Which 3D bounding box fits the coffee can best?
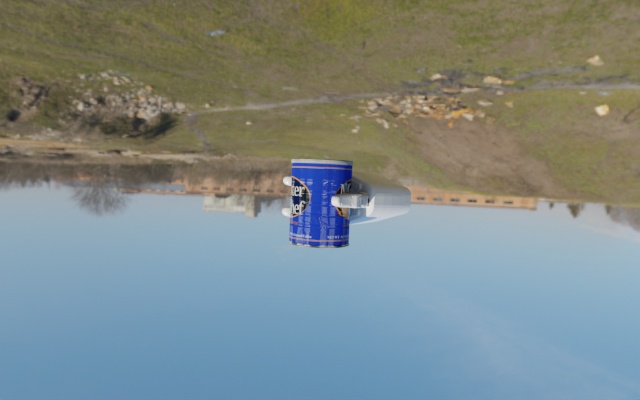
[{"bbox_3d":[0.000,0.002,0.797,0.103,0.140,0.103,3,3,0],"label":"coffee can"}]
